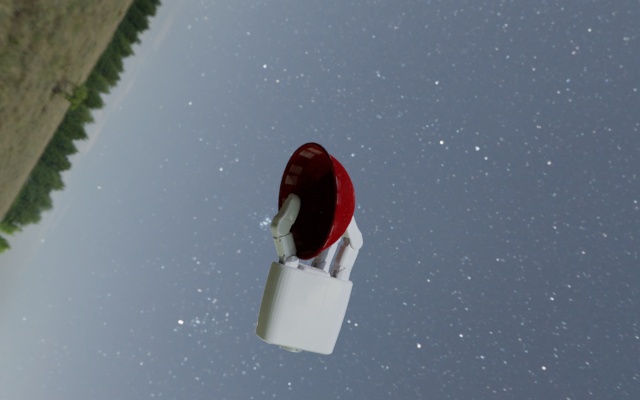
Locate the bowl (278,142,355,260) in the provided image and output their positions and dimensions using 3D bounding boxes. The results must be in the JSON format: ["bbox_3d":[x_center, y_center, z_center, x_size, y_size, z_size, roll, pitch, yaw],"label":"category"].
[{"bbox_3d":[0.001,0.001,0.665,0.055,0.162,0.162,4,-2,-31],"label":"bowl"}]
